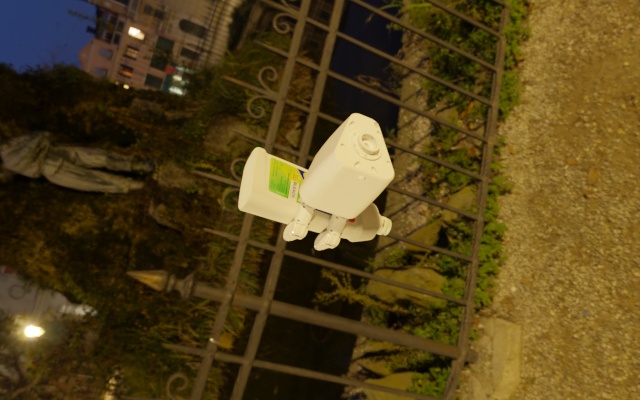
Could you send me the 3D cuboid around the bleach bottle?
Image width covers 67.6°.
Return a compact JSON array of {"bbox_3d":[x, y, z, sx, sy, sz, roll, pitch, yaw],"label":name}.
[{"bbox_3d":[0.000,0.003,0.766,0.251,0.102,0.068,18,-38,-20],"label":"bleach bottle"}]
